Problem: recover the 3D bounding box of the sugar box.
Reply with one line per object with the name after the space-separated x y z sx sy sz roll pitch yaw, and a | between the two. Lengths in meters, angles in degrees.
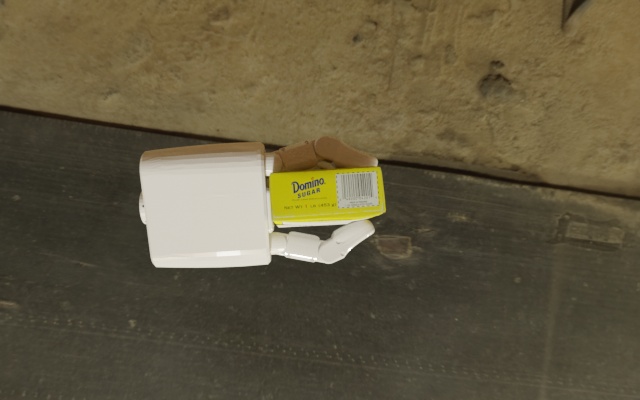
0.000 0.001 0.465 0.093 0.048 0.176 -3 -2 -5 | sugar box
